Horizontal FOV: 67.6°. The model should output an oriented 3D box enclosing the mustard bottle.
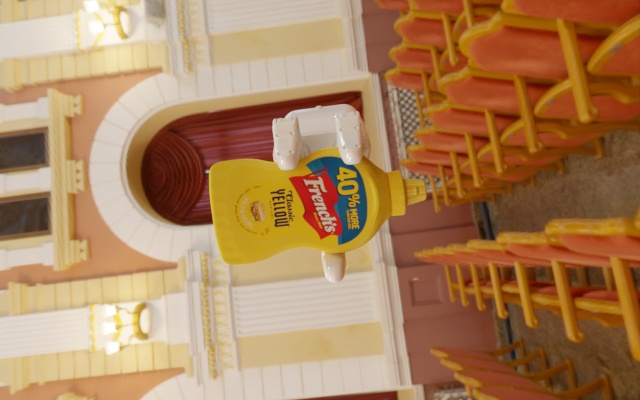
[{"bbox_3d":[0.000,0.002,0.438,0.191,0.096,0.058,-7,2,3],"label":"mustard bottle"}]
